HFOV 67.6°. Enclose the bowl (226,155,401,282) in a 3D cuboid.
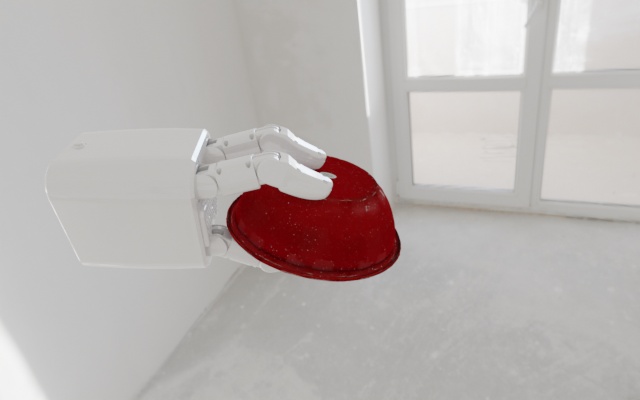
[{"bbox_3d":[0.001,0.001,0.426,0.162,0.055,0.162,10,27,-5],"label":"bowl"}]
